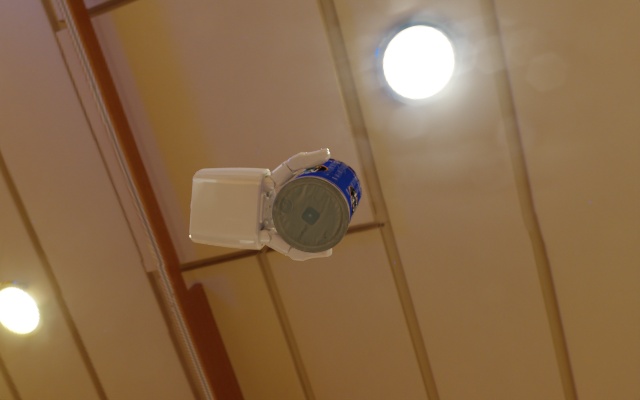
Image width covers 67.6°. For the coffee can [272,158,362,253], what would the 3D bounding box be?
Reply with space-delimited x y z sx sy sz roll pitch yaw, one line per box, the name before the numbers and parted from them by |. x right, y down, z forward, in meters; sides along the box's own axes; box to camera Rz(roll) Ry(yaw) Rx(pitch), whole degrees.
coffee can | 0.000 0.002 0.680 0.103 0.103 0.140 0 15 12
